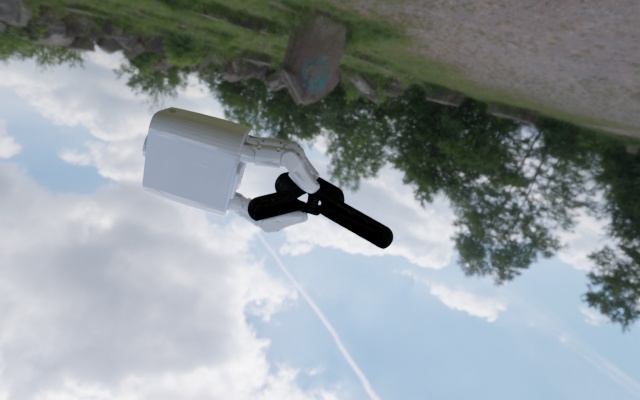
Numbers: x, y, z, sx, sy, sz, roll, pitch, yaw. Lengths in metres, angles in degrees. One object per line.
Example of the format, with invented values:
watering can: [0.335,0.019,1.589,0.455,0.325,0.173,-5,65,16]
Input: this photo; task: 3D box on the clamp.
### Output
clamp: [0.000,0.003,0.601,0.164,0.036,0.210,16,15,-6]
